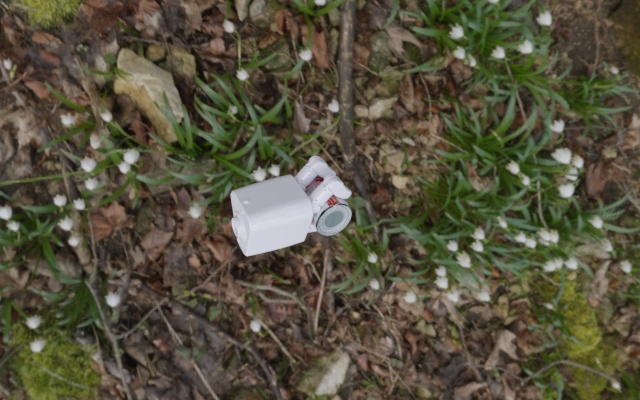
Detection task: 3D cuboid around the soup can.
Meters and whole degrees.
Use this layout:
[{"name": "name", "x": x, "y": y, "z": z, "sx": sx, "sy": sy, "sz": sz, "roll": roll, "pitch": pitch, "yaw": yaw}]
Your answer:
[{"name": "soup can", "x": 0.001, "y": 0.003, "z": 0.815, "sx": 0.068, "sy": 0.068, "sz": 0.102, "roll": 0, "pitch": 37, "yaw": -35}]
